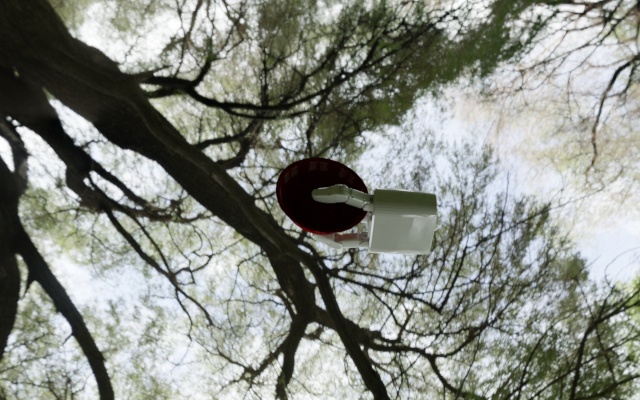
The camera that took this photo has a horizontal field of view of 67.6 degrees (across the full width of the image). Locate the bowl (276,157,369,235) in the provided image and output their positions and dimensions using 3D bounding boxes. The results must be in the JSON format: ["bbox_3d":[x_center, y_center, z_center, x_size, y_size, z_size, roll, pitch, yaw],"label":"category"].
[{"bbox_3d":[-0.001,0.002,0.823,0.162,0.162,0.055,0,-37,-13],"label":"bowl"}]
